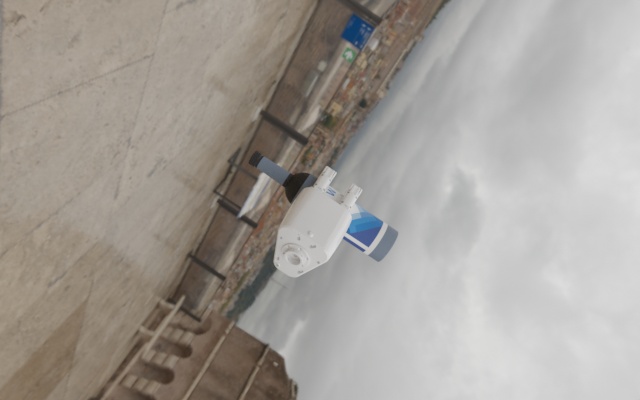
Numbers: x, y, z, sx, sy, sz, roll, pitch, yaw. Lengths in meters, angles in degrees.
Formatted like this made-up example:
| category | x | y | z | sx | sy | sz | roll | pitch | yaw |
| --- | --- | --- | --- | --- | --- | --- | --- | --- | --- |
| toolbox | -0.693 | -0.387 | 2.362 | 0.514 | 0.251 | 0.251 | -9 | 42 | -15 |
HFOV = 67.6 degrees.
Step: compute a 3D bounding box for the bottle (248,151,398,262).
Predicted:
| category | x | y | z | sx | sy | sz | roll | pitch | yaw |
| --- | --- | --- | --- | --- | --- | --- | --- | --- | --- |
| bottle | 0.000 | 0.003 | 0.862 | 0.296 | 0.069 | 0.069 | 34 | -1 | -1 |
